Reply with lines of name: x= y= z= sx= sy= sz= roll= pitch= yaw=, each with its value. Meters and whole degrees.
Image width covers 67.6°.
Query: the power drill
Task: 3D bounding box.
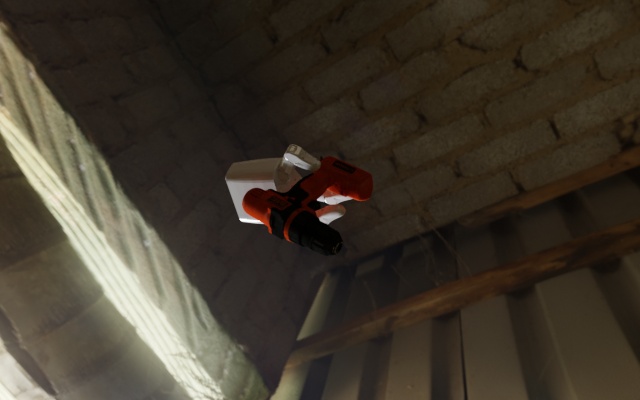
power drill: x=0.000 y=0.002 z=0.748 sx=0.184 sy=0.057 sz=0.187 roll=28 pitch=40 yaw=30
